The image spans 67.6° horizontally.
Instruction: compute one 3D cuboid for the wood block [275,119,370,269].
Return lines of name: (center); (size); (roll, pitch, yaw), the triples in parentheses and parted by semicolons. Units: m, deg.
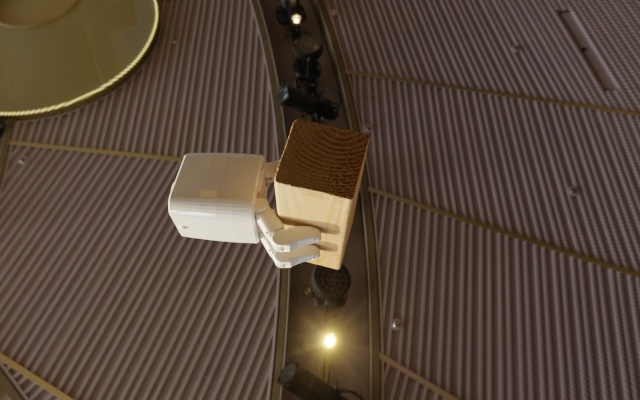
wood block: (0.000, 0.002, 0.612); (0.090, 0.090, 0.206); (13, -28, 5)
